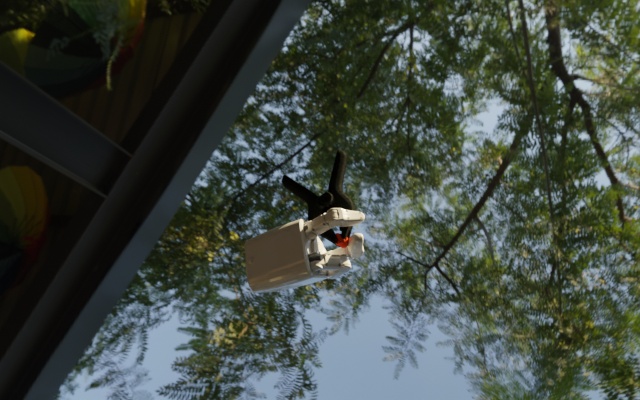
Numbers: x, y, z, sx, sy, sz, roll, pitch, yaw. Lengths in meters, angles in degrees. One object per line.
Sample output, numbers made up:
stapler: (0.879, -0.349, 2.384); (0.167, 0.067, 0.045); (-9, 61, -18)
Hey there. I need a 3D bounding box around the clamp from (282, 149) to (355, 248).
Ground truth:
clamp: (0.000, 0.003, 0.794); (0.120, 0.171, 0.039); (-20, -31, 16)
